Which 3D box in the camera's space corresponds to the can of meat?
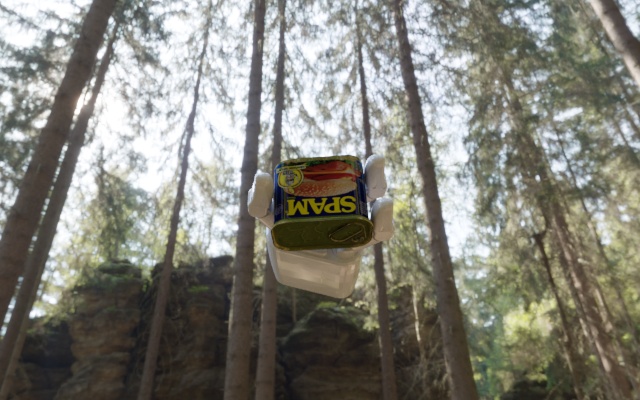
[{"bbox_3d":[0.000,0.001,0.502,0.102,0.084,0.057,-3,-35,1],"label":"can of meat"}]
